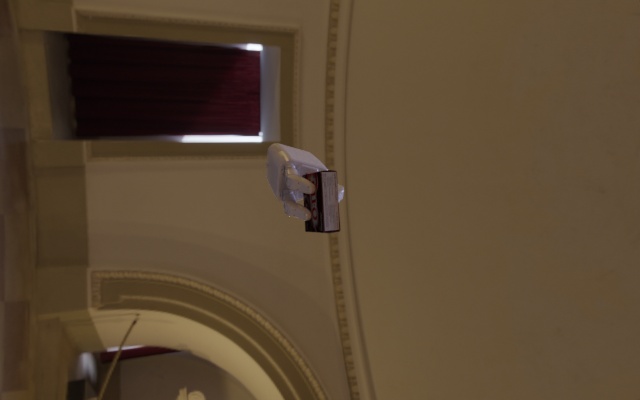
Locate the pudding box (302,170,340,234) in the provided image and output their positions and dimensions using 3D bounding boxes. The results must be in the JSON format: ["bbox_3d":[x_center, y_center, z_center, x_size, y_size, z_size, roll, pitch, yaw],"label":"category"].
[{"bbox_3d":[0.000,0.003,0.883,0.039,0.113,0.090,-5,0,-22],"label":"pudding box"}]
